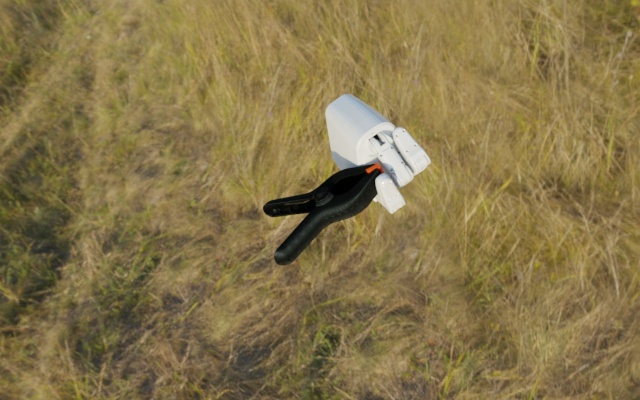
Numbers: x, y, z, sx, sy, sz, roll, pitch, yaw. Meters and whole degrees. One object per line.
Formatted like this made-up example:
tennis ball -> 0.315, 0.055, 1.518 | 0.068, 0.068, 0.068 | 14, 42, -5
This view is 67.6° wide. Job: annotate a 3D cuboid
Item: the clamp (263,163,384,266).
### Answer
clamp -> 0.000, 0.002, 0.608 | 0.171, 0.039, 0.120 | -32, 41, -4
